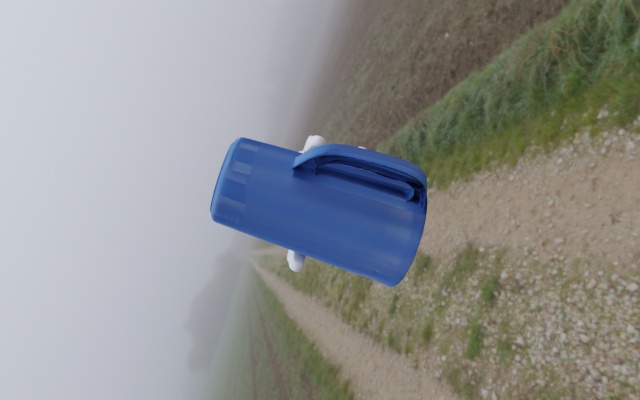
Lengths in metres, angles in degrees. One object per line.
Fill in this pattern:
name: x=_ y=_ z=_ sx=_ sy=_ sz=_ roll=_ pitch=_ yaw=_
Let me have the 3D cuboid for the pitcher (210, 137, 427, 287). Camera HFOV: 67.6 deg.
pitcher: x=0.000 y=0.002 z=0.577 sx=0.243 sy=0.149 sz=0.145 roll=18 pitch=3 yaw=-6
